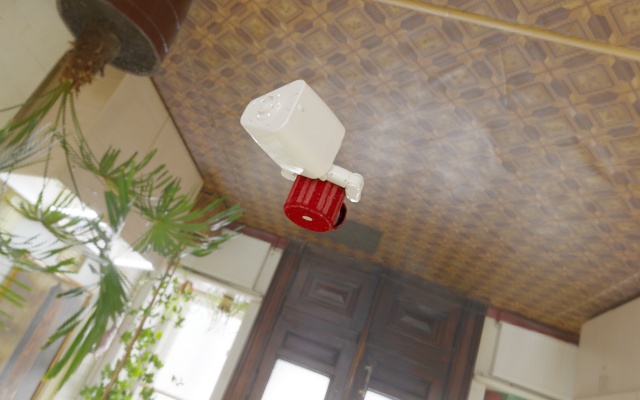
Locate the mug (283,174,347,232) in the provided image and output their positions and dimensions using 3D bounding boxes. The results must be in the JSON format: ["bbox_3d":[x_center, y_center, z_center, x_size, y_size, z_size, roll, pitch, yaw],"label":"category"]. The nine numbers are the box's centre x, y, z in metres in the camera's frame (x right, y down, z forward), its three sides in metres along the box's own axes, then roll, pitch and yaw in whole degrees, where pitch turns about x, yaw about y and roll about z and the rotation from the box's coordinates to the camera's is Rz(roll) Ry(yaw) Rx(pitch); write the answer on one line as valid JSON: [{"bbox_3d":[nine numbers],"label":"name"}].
[{"bbox_3d":[0.001,0.003,0.745,0.093,0.081,0.117,-2,-35,41],"label":"mug"}]
